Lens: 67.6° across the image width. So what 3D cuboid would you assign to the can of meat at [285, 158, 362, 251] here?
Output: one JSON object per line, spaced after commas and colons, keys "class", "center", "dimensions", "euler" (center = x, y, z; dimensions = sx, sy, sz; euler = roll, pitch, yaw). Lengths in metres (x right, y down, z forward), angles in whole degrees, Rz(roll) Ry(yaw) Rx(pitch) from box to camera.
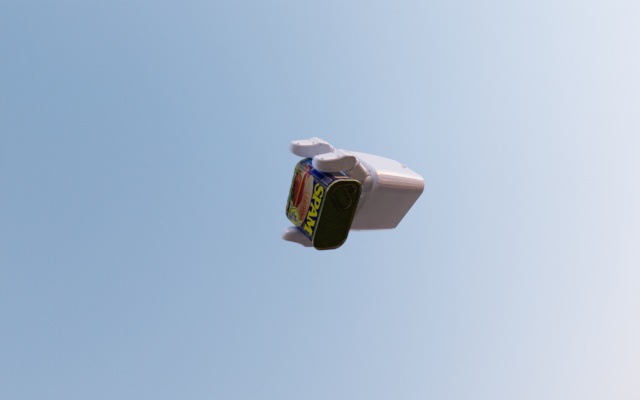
{"class": "can of meat", "center": [0.000, 0.002, 0.643], "dimensions": [0.057, 0.102, 0.084], "euler": [-1, 27, -36]}
